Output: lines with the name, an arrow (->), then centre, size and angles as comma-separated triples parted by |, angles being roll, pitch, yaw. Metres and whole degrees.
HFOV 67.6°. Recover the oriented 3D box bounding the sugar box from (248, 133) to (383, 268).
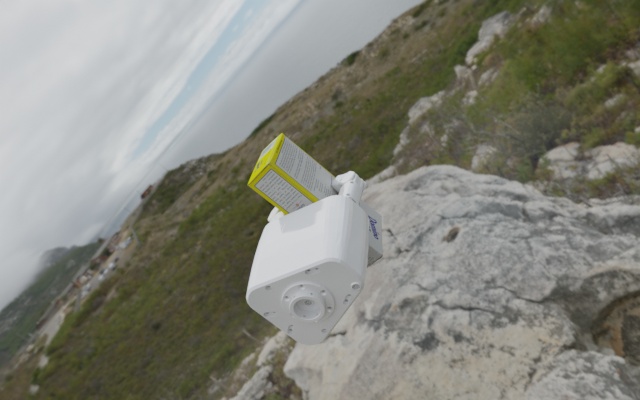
sugar box -> 0.000, 0.002, 0.582 | 0.048, 0.176, 0.093 | -40, 19, 25
